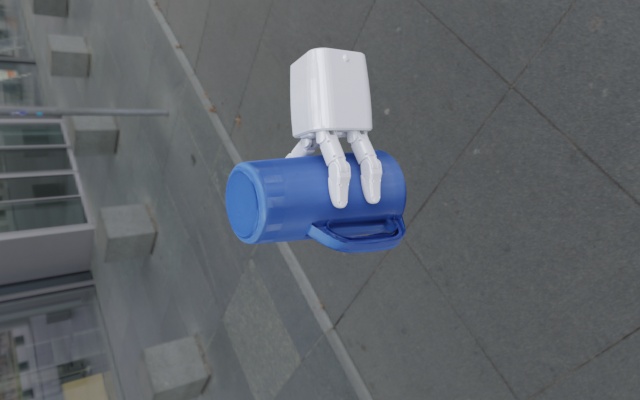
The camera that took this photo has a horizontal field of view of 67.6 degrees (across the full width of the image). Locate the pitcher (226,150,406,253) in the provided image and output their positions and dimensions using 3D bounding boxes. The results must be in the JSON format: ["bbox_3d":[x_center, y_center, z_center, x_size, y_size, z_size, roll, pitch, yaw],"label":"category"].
[{"bbox_3d":[0.000,0.002,0.677,0.243,0.145,0.149,-6,3,-36],"label":"pitcher"}]
